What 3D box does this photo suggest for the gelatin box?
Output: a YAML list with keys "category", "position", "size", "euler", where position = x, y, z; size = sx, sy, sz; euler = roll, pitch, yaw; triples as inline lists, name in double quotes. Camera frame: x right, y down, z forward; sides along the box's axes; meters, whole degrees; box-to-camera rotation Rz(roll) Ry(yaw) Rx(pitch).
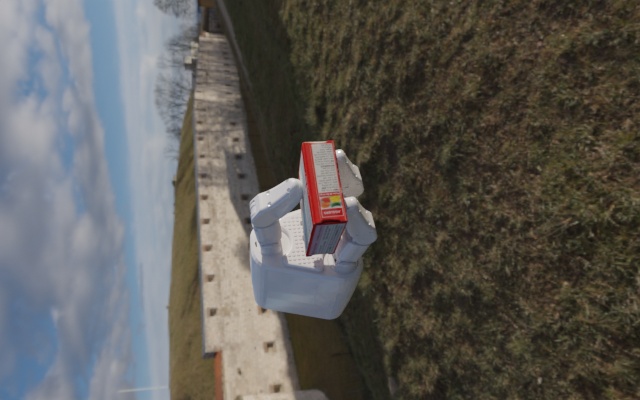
- category: "gelatin box"
  position: [0.000, 0.001, 0.415]
  size: [0.030, 0.073, 0.089]
  euler: [-5, -23, -7]
